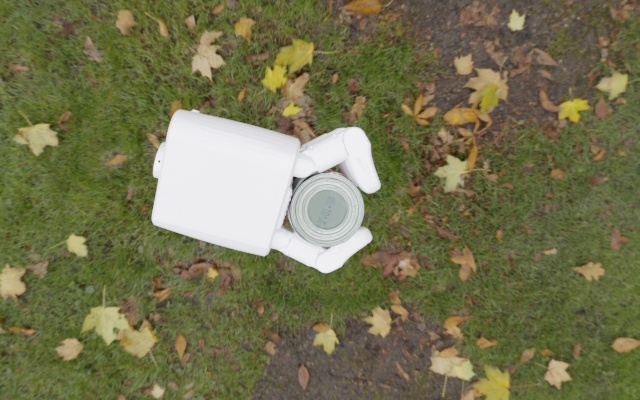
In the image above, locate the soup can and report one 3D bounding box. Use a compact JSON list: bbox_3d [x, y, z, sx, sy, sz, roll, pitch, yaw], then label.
[{"bbox_3d":[0.001,0.002,0.460,0.068,0.068,0.102,0,8,-7],"label":"soup can"}]
